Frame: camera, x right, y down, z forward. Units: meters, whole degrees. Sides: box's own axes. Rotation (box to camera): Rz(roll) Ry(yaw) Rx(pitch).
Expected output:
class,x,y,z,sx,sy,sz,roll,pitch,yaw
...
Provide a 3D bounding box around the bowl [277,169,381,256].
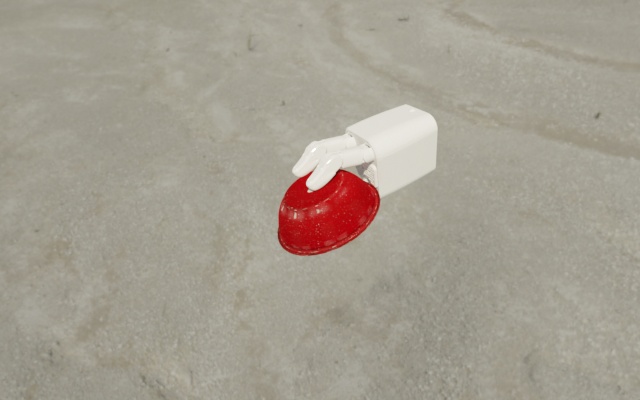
class,x,y,z,sx,sy,sz,roll,pitch,yaw
bowl,-0.001,0.003,0.677,0.162,0.055,0.162,-20,33,14
